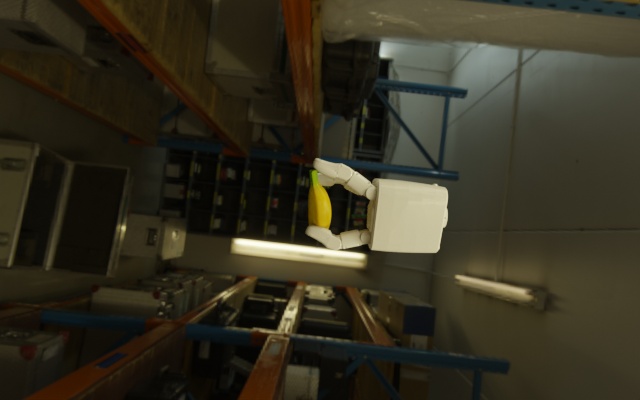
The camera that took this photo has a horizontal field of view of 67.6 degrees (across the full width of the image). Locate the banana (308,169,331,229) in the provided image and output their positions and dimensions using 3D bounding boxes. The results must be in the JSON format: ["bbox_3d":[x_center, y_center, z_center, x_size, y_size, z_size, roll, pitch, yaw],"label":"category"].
[{"bbox_3d":[-0.001,0.019,0.790,0.037,0.069,0.198,3,-21,1],"label":"banana"}]
